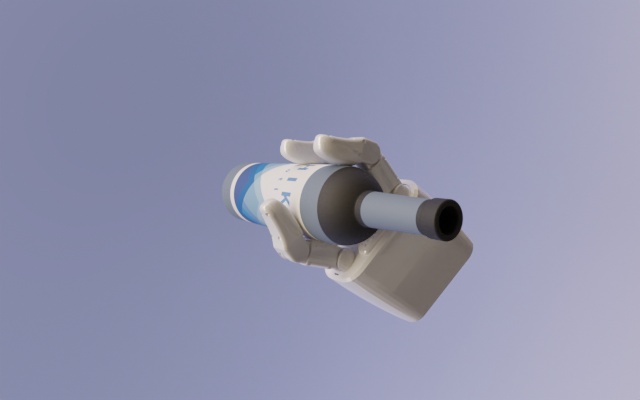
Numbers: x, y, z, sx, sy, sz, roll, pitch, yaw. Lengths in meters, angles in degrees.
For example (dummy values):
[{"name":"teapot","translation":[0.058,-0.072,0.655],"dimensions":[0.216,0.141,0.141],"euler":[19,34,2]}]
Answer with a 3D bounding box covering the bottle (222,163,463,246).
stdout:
[{"name":"bottle","translation":[0.000,0.001,0.424],"dimensions":[0.069,0.069,0.295],"euler":[0,4,-34]}]
